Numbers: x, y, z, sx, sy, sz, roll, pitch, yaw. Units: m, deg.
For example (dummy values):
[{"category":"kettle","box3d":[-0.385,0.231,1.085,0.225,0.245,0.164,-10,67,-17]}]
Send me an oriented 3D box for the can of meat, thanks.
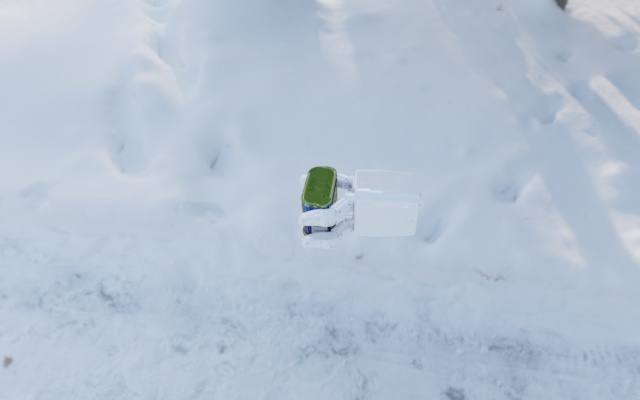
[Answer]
[{"category":"can of meat","box3d":[0.000,0.002,0.824,0.057,0.102,0.084,5,-44,7]}]
